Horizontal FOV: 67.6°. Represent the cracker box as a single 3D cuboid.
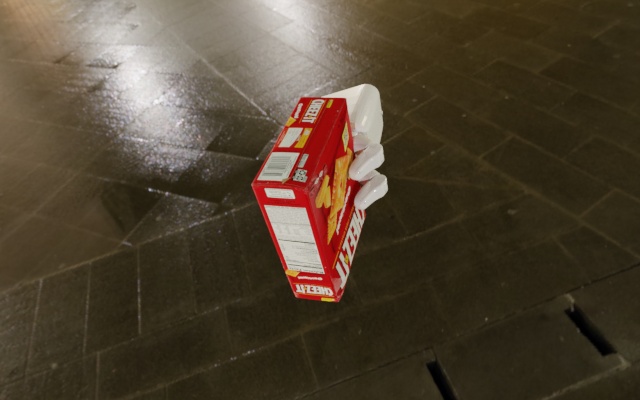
[{"bbox_3d":[0.000,0.002,0.612,0.072,0.164,0.214,5,-43,20],"label":"cracker box"}]
